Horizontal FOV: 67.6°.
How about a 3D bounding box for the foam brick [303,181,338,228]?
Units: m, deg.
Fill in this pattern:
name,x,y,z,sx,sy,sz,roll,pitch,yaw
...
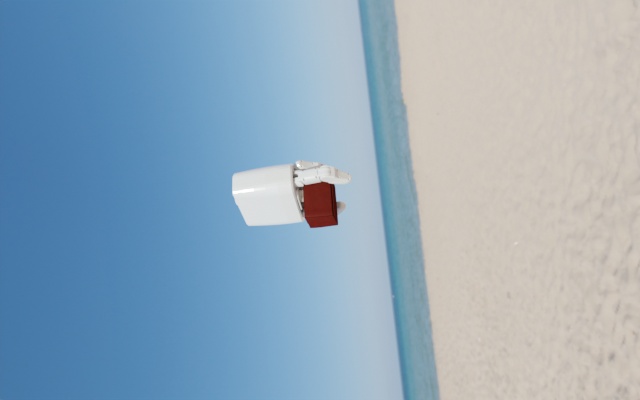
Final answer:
name,x,y,z,sx,sy,sz,roll,pitch,yaw
foam brick,0.000,0.003,0.826,0.051,0.078,0.053,-7,-25,7
